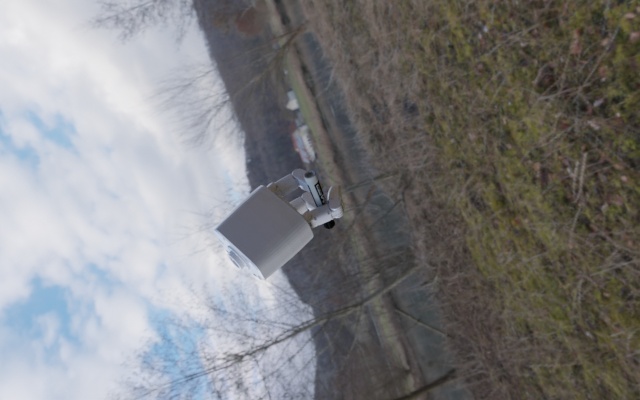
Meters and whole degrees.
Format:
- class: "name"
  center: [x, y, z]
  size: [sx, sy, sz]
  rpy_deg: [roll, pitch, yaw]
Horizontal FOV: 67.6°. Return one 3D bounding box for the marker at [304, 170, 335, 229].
- class: "marker"
  center: [0.000, 0.002, 0.746]
  size: [0.020, 0.020, 0.121]
  rpy_deg: [0, -43, 21]
